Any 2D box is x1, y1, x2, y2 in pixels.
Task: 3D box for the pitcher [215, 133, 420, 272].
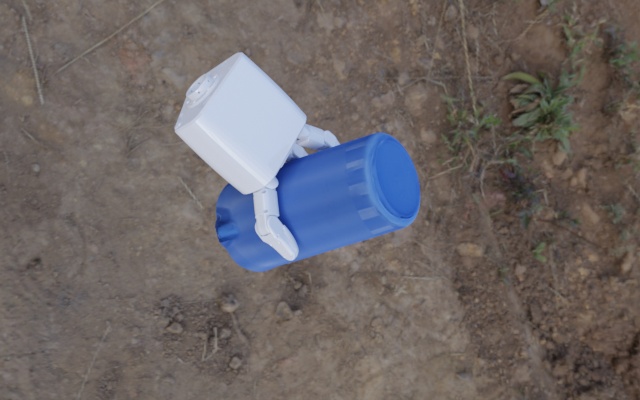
[{"bbox_3d":[0.000,0.002,0.596,0.243,0.149,0.145,-17,-47,38],"label":"pitcher"}]
